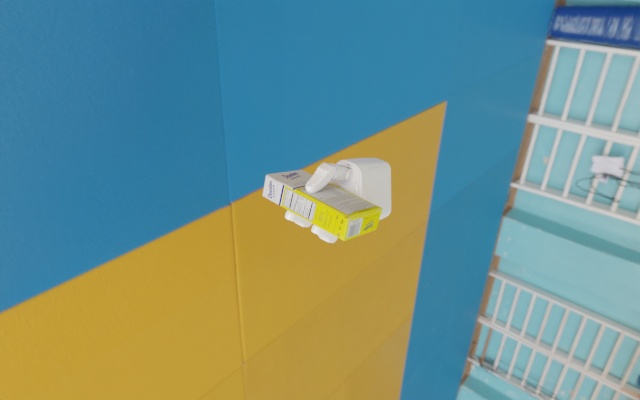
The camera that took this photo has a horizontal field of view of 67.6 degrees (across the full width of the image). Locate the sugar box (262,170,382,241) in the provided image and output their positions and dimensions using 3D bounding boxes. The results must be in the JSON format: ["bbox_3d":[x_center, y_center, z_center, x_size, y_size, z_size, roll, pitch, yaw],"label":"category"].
[{"bbox_3d":[0.000,0.003,0.770,0.176,0.048,0.093,25,23,34],"label":"sugar box"}]
